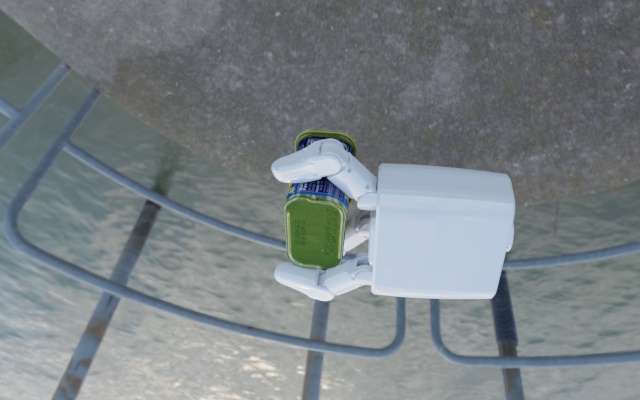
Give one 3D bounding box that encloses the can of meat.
[{"bbox_3d":[0.000,0.002,0.434,0.057,0.083,0.102,5,-42,4],"label":"can of meat"}]
